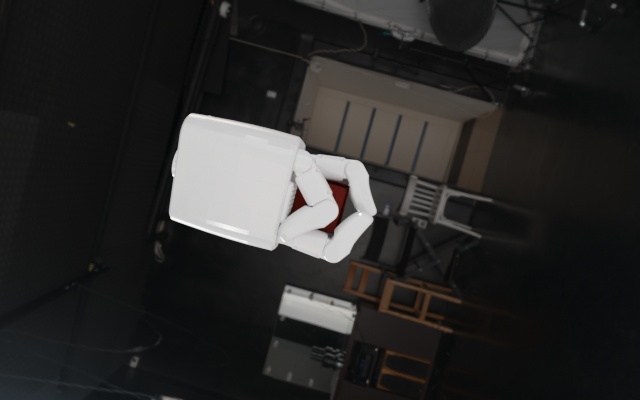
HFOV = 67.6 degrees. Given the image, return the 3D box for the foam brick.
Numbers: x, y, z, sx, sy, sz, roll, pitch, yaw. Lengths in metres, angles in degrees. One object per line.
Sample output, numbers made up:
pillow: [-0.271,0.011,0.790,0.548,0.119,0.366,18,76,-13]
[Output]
foam brick: [0.000,0.002,0.511,0.051,0.053,0.078,14,3,1]
